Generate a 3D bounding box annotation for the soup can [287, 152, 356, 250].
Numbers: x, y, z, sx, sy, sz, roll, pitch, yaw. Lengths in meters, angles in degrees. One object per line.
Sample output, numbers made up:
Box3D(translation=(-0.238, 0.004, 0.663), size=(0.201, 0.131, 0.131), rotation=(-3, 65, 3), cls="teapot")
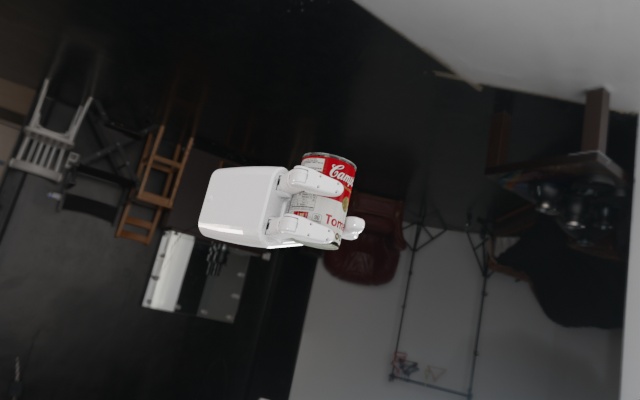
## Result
Box3D(translation=(0.001, 0.002, 0.574), size=(0.068, 0.102, 0.068), rotation=(12, -14, 3), cls="soup can")
